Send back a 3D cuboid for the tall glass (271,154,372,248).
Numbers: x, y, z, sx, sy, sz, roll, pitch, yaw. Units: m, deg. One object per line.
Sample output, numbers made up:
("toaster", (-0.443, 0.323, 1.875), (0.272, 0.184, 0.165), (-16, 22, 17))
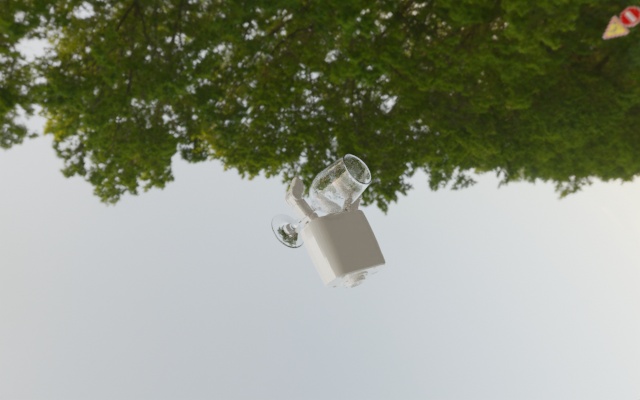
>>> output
("tall glass", (0.000, 0.003, 0.833), (0.079, 0.079, 0.201), (0, -34, -47))
